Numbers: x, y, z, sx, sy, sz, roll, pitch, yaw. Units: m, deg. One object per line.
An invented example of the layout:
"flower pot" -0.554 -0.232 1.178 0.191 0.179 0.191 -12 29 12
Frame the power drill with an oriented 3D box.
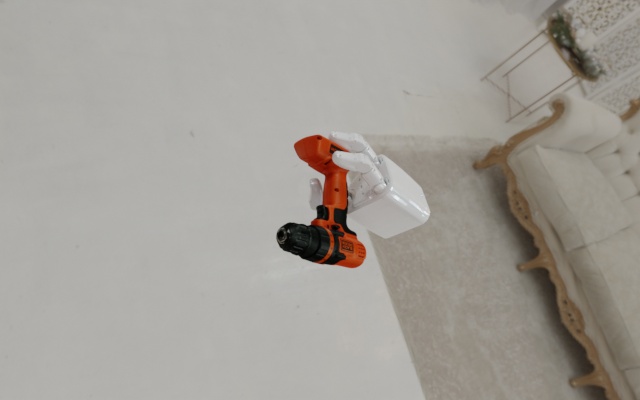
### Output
"power drill" 0.000 0.002 0.708 0.057 0.187 0.184 -14 -22 32
